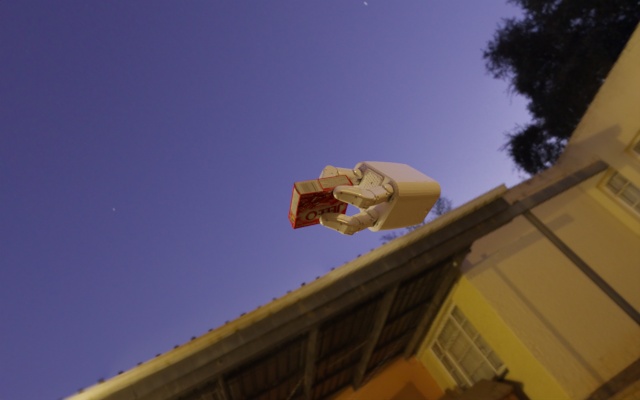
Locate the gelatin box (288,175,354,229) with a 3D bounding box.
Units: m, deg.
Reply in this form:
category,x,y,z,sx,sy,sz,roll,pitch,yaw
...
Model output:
category,x,y,z,sx,sy,sz,roll,pitch,yaw
gelatin box,0.000,0.002,0.718,0.089,0.073,0.030,-10,48,-23
